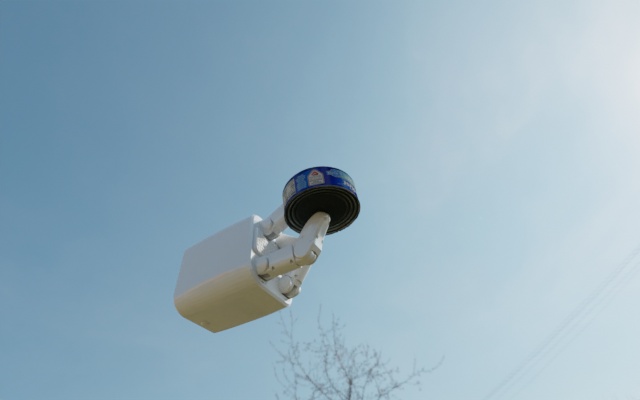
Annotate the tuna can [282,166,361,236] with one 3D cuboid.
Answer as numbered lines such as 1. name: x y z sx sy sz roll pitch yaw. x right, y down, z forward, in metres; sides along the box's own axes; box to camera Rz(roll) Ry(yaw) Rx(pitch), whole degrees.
1. tuna can: 0.000 0.001 0.539 0.086 0.033 0.086 -6 -41 -5
